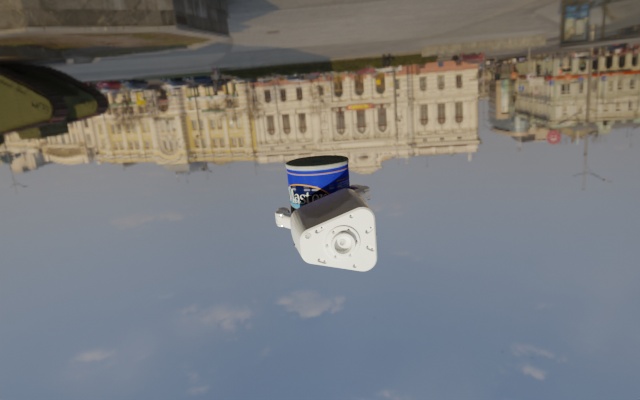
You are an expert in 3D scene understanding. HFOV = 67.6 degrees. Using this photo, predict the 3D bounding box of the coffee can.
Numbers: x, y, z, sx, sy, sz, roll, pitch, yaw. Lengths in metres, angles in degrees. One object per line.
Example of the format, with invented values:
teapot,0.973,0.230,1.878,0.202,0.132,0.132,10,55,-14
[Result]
coffee can,0.000,0.002,0.789,0.103,0.140,0.102,-5,14,1
